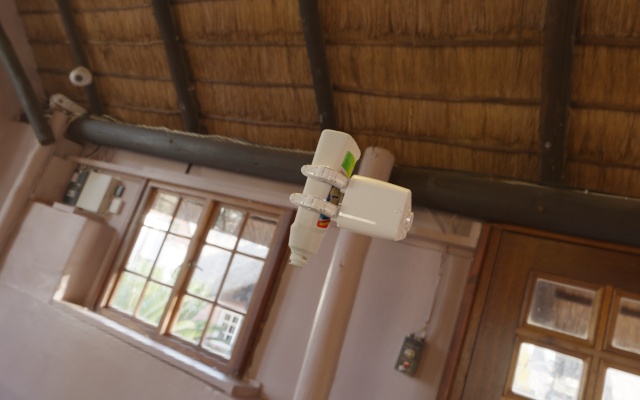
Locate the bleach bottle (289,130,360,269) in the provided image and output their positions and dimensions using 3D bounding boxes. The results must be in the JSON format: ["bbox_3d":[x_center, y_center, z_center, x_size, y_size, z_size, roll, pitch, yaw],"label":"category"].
[{"bbox_3d":[0.000,0.003,0.876,0.068,0.250,0.103,14,-13,21],"label":"bleach bottle"}]
